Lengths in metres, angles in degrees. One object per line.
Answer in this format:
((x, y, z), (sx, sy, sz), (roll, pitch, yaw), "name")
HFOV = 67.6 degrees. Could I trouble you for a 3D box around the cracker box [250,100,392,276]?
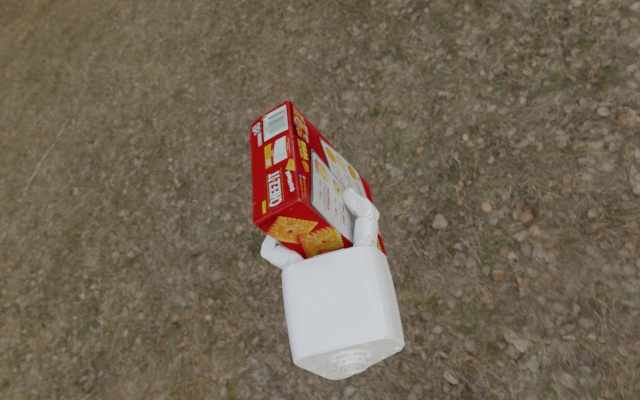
((0.000, 0.002, 0.614), (0.072, 0.164, 0.214), (-27, -42, 21), "cracker box")
